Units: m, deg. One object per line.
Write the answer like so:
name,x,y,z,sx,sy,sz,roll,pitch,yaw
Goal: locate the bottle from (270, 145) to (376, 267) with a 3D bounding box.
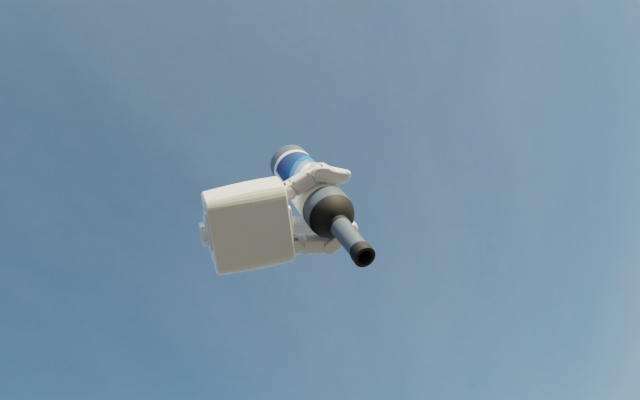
bottle,0.000,0.002,0.675,0.069,0.069,0.295,0,26,-23
